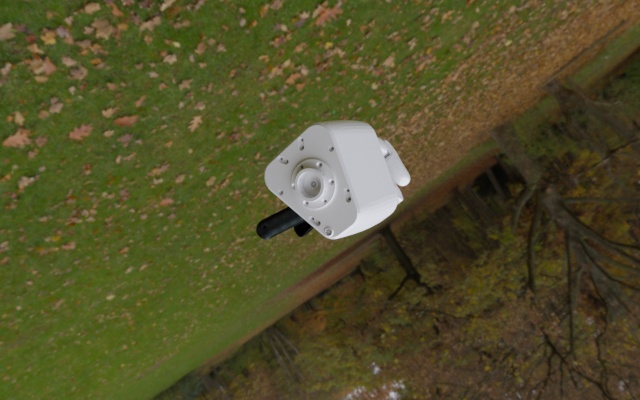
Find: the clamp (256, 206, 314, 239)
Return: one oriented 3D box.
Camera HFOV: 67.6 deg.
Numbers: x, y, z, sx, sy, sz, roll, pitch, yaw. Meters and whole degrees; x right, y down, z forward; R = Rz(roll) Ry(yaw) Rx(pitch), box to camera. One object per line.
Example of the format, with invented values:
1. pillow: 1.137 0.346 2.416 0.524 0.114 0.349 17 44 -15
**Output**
1. clamp: 0.001 0.002 0.603 0.171 0.039 0.120 -39 -11 26
